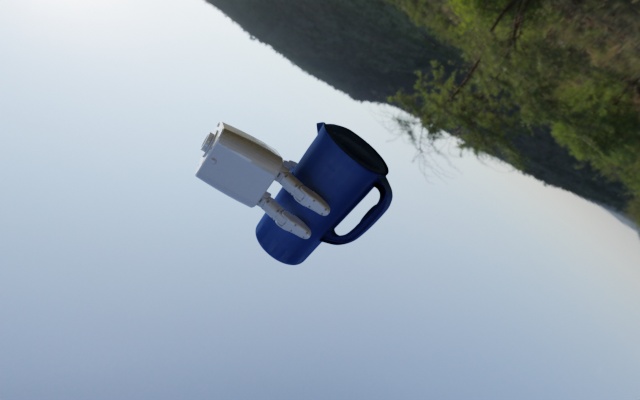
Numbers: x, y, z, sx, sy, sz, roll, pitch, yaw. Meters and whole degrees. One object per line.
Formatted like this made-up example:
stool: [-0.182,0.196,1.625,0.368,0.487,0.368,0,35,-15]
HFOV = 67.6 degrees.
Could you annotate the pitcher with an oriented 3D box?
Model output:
pitcher: [0.000,0.003,0.812,0.145,0.243,0.149,29,25,-22]
